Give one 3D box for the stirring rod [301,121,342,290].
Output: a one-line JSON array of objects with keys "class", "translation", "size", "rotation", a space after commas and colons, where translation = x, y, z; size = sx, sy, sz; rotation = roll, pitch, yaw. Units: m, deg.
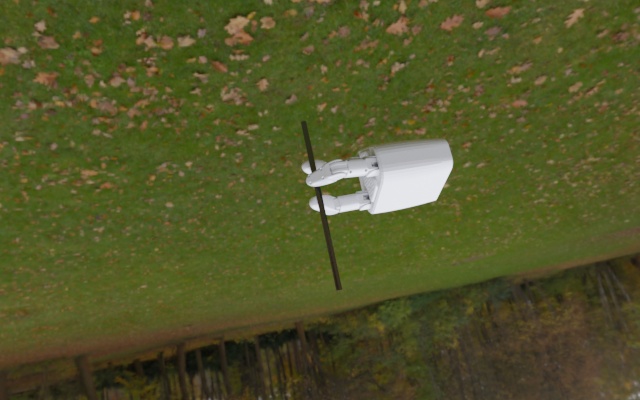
[{"class": "stirring rod", "translation": [0.000, 0.002, 0.649], "size": [0.011, 0.239, 0.011], "rotation": [-11, -15, -3]}]
